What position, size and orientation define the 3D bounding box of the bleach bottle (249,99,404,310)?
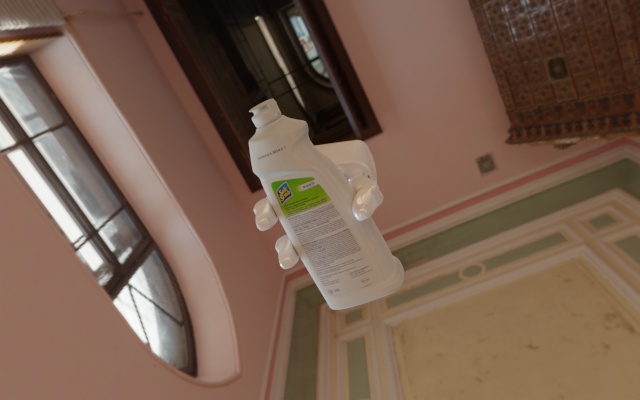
[{"bbox_3d":[0.000,0.002,0.539,0.102,0.251,0.068,-22,19,16],"label":"bleach bottle"}]
